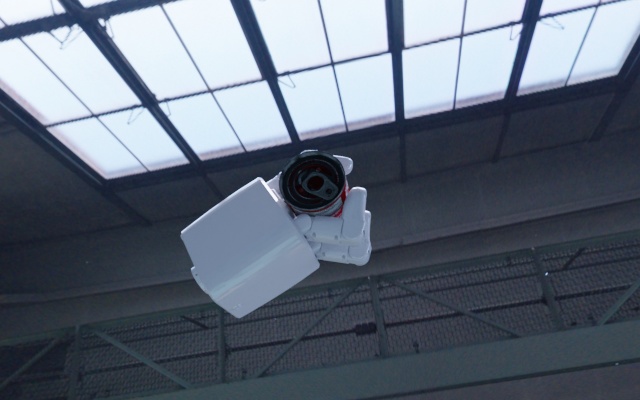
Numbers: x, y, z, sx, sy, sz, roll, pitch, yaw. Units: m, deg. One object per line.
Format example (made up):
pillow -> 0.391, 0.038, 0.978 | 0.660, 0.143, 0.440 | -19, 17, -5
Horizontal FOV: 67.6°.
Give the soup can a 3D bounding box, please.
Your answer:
soup can -> 0.000, 0.001, 0.518 | 0.068, 0.068, 0.102 | 0, -27, 11
